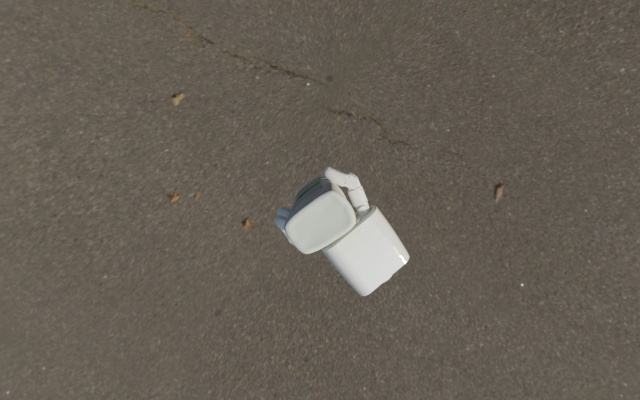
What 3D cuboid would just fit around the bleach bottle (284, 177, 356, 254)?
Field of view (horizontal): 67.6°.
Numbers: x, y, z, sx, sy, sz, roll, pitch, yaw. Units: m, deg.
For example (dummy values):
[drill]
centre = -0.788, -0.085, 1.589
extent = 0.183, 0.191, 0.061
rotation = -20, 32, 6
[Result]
[bleach bottle]
centre = 0.000, 0.003, 0.781
extent = 0.102, 0.068, 0.250
rotation = -34, 11, 9
